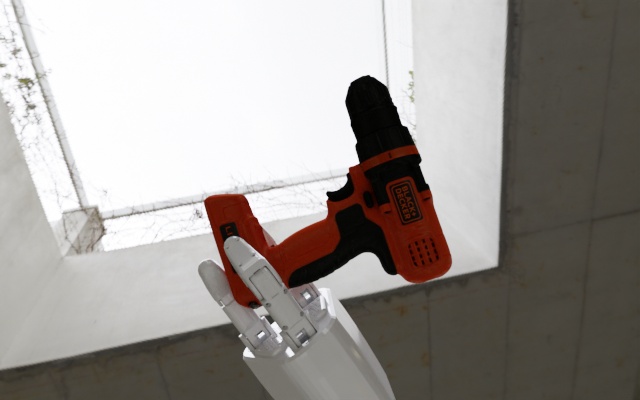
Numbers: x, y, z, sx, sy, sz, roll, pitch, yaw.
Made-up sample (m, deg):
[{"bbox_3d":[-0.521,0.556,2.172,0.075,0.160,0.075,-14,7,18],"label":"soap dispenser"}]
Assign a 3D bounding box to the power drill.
[{"bbox_3d":[0.000,0.002,0.413,0.187,0.184,0.057,-19,-9,6],"label":"power drill"}]
